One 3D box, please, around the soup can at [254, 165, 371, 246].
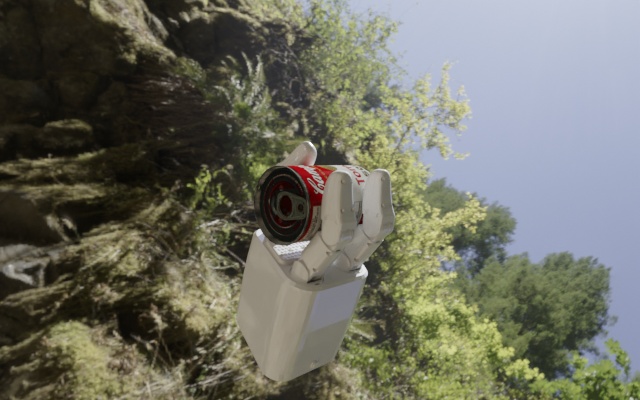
[{"bbox_3d":[0.000,0.001,0.436,0.068,0.068,0.102,0,3,43],"label":"soup can"}]
